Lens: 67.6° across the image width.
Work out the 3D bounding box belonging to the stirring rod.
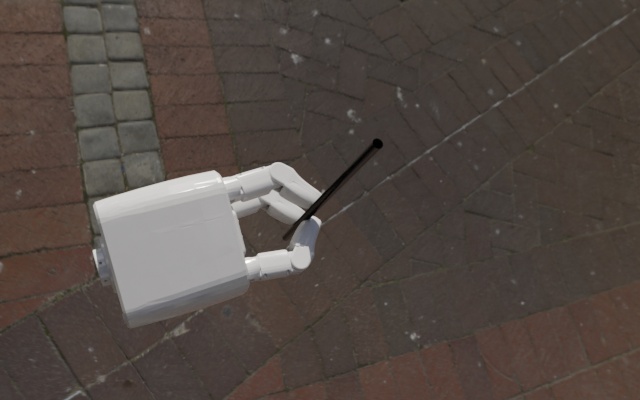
[{"bbox_3d":[0.000,0.002,0.435,0.011,0.011,0.240,0,-20,-20],"label":"stirring rod"}]
